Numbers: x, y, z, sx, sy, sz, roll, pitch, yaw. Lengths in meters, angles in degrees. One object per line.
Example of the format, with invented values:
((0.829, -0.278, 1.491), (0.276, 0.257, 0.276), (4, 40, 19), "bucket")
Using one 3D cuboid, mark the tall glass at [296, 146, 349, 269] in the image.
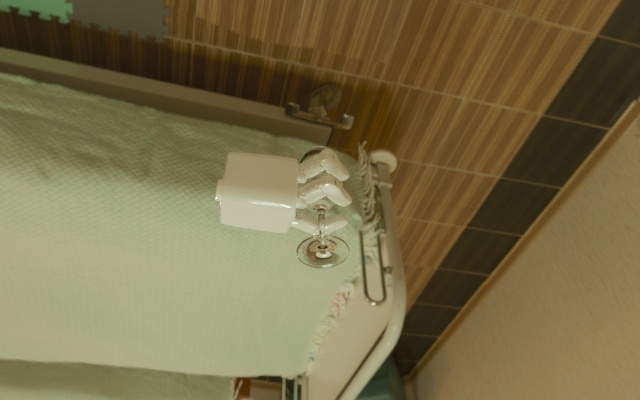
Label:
((0.000, 0.003, 0.735), (0.079, 0.079, 0.200), (-1, 45, -1), "tall glass")
